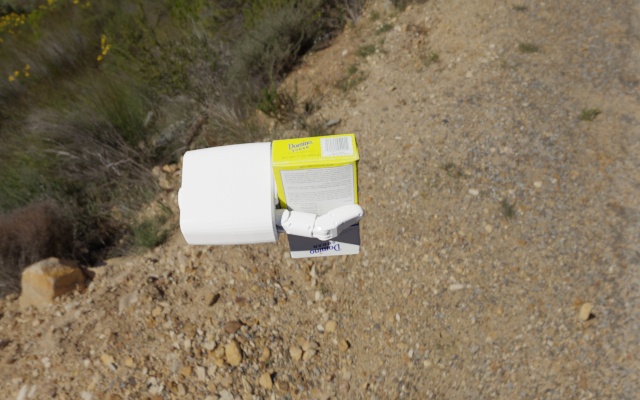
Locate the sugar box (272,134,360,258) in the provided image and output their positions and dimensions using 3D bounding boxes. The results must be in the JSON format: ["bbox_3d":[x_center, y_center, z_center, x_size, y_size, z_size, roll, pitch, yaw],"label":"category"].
[{"bbox_3d":[0.000,0.001,0.573,0.093,0.048,0.176,-4,-38,1],"label":"sugar box"}]
